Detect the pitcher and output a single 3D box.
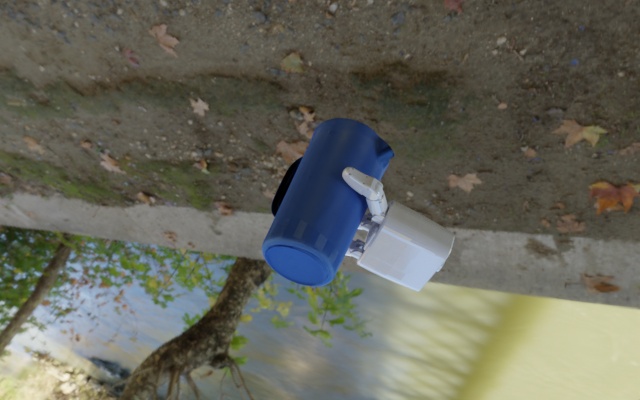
[{"bbox_3d":[0.000,0.002,0.717,0.145,0.242,0.149,27,-36,-1],"label":"pitcher"}]
